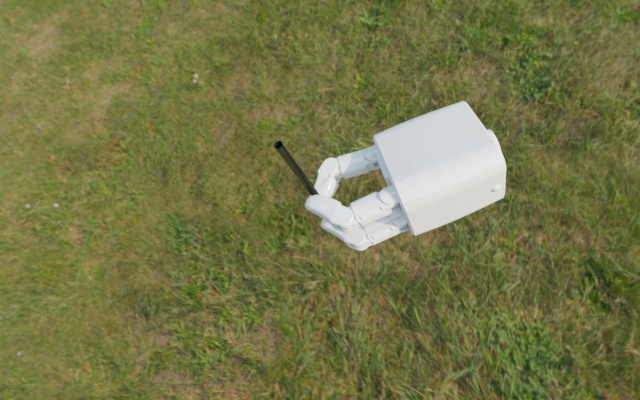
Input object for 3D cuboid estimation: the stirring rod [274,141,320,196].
[{"bbox_3d":[0.000,0.002,0.519,0.011,0.011,0.240,0,-25,20],"label":"stirring rod"}]
